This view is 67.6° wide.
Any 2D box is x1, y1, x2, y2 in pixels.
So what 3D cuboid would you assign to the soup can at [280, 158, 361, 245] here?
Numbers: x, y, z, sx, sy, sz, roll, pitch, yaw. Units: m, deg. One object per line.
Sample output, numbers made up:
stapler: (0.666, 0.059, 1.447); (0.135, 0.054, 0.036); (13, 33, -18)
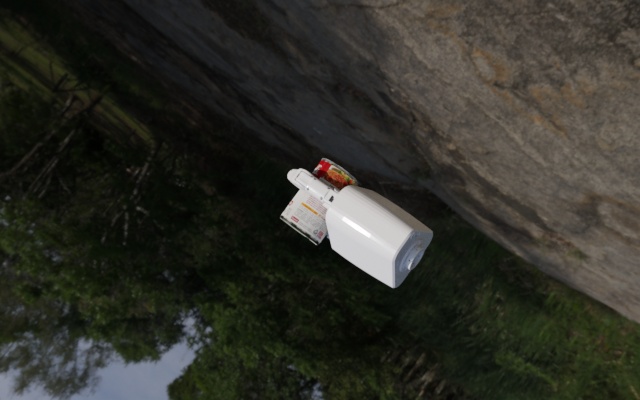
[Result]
soup can: (0.000, 0.002, 0.661); (0.068, 0.102, 0.068); (36, -5, 4)
